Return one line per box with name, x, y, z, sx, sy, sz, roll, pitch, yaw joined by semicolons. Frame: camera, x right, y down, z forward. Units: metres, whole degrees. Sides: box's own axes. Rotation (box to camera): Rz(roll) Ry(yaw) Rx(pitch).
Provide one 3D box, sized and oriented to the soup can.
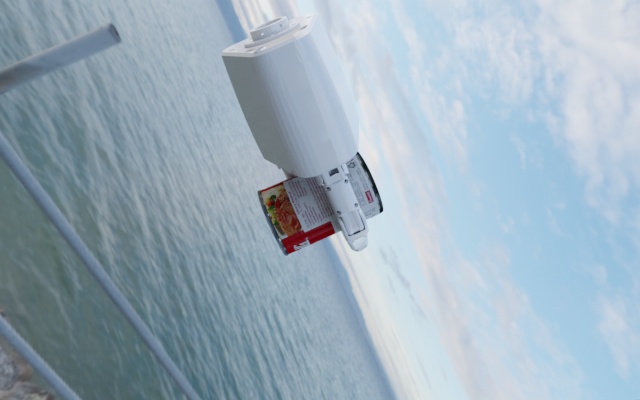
soup can;0.001;0.002;0.455;0.102;0.068;0.068;-24;1;-1
